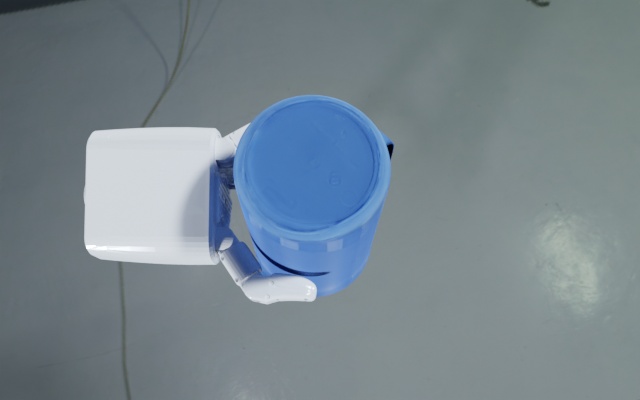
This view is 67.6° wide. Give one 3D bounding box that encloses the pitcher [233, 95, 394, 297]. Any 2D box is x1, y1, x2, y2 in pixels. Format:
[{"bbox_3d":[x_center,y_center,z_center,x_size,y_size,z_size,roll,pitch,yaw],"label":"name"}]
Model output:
[{"bbox_3d":[0.000,0.001,0.433,0.145,0.149,0.243,2,-17,-1],"label":"pitcher"}]
